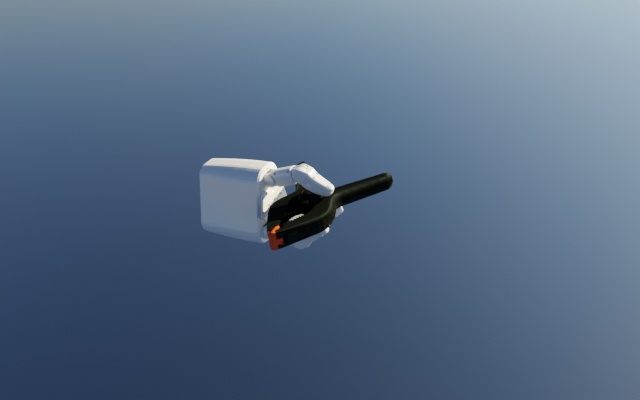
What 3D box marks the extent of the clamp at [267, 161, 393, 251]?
[{"bbox_3d":[0.000,0.002,0.670,0.164,0.036,0.210,5,32,24],"label":"clamp"}]
